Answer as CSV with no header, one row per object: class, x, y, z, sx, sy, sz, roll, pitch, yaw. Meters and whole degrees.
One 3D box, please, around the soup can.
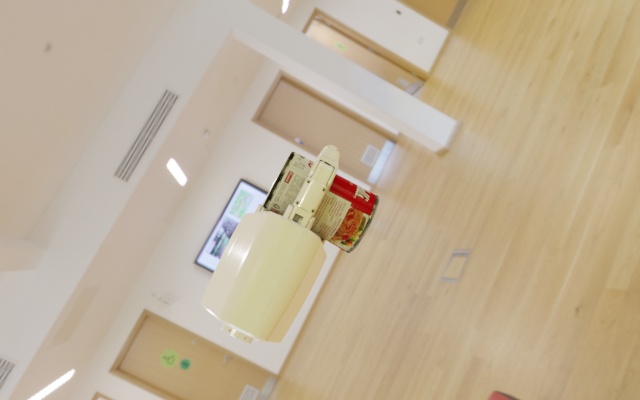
soup can,0.000,0.001,0.495,0.102,0.068,0.068,28,-3,-5
